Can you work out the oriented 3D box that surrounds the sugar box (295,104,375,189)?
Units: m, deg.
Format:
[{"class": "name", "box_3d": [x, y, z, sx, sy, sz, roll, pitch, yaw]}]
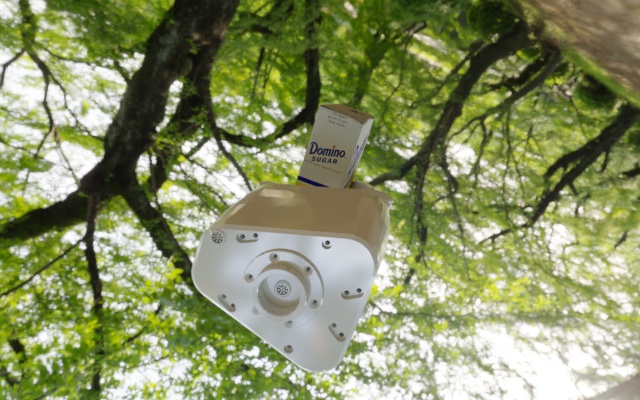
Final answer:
[{"class": "sugar box", "box_3d": [0.001, 0.002, 0.440, 0.048, 0.176, 0.093, 23, 16, 6]}]
